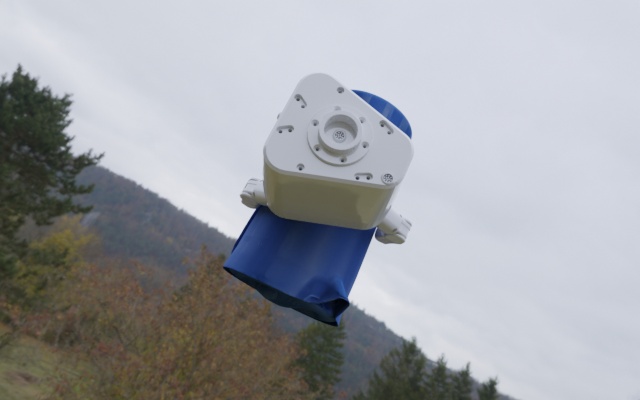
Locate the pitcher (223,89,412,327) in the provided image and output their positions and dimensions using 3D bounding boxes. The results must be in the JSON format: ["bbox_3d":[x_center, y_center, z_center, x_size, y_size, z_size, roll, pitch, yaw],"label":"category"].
[{"bbox_3d":[0.000,0.002,0.532,0.149,0.242,0.145,25,-17,5],"label":"pitcher"}]
